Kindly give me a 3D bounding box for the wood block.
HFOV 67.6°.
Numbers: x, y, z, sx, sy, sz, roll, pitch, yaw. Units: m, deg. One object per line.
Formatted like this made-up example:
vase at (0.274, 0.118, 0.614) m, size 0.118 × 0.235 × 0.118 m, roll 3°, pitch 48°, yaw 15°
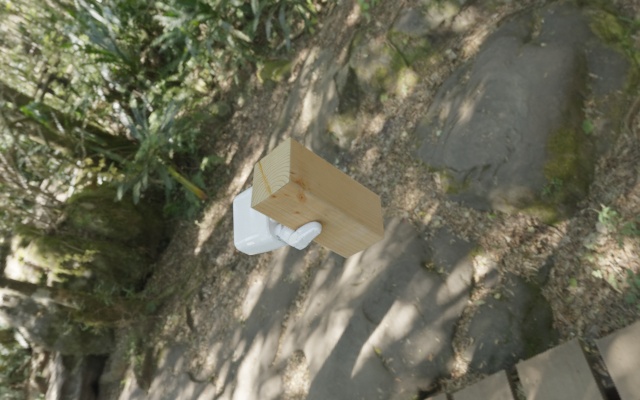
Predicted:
wood block at (0.000, 0.003, 0.762) m, size 0.206 × 0.090 × 0.090 m, roll 30°, pitch -47°, yaw -34°
